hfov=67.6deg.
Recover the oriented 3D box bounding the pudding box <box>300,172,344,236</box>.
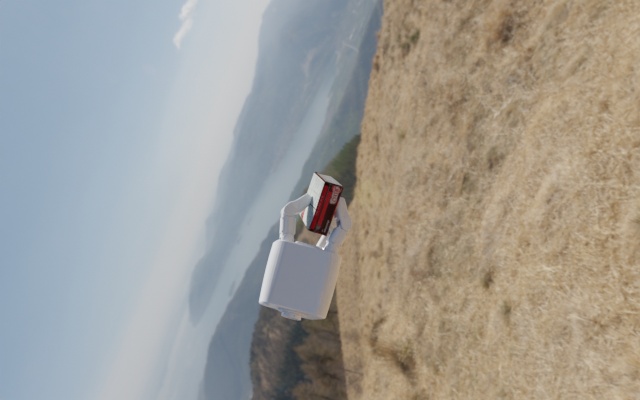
[{"bbox_3d":[0.000,0.003,0.837,0.039,0.090,0.113,18,9,-15],"label":"pudding box"}]
